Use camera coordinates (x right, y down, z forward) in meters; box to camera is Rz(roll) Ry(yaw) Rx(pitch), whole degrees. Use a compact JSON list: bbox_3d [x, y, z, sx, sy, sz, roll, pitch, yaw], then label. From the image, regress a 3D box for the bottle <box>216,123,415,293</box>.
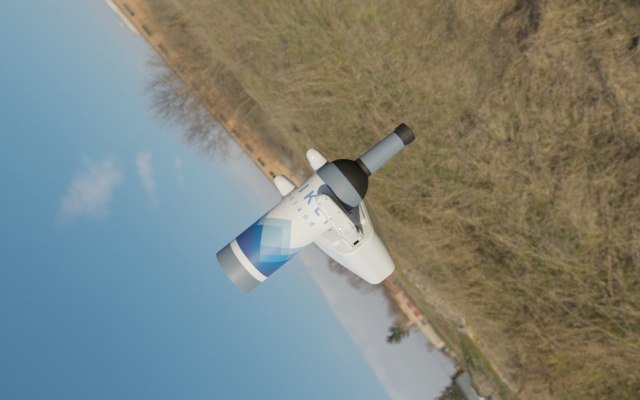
[{"bbox_3d":[0.000,0.002,0.620,0.296,0.069,0.069,-39,-1,1],"label":"bottle"}]
